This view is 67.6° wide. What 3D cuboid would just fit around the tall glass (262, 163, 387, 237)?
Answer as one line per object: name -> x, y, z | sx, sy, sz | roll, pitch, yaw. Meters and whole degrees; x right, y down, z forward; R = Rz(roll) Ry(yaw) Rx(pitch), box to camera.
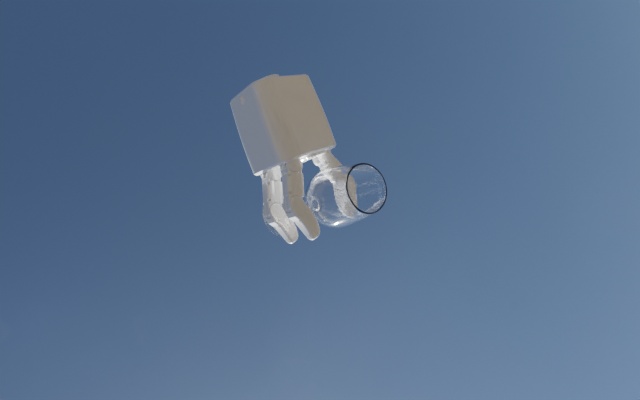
tall glass -> 0.000, 0.002, 0.641 | 0.079, 0.079, 0.201 | 0, -9, -34
